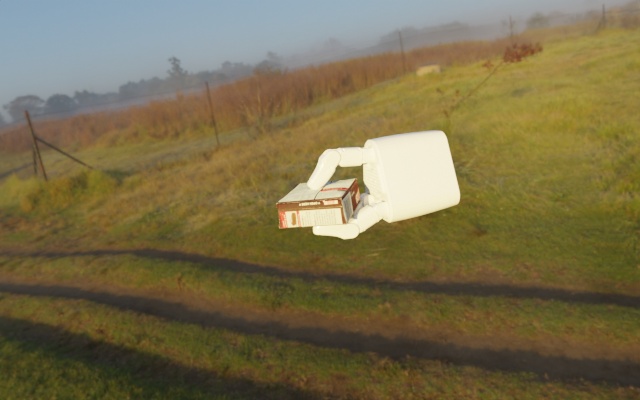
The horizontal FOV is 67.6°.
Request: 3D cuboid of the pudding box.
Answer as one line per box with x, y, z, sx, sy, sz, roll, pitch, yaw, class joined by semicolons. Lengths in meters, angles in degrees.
0.000;0.002;0.644;0.090;0.039;0.113;-5;13;15;pudding box
